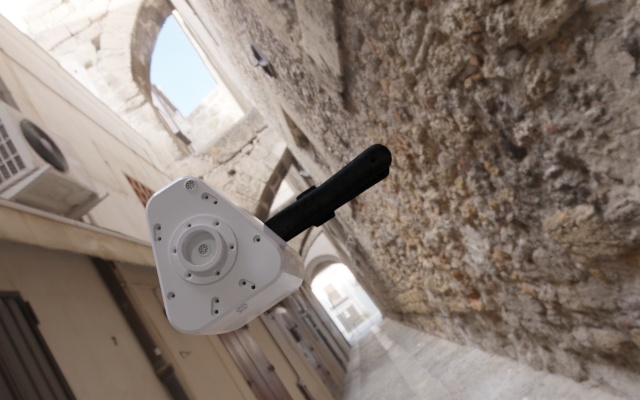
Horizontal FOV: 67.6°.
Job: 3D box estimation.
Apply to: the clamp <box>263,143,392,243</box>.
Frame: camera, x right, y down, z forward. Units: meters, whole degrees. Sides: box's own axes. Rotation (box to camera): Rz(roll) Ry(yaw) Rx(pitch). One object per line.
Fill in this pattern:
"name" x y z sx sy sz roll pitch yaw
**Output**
"clamp" 0.000 0.001 0.455 0.171 0.039 0.120 -36 -11 -4
